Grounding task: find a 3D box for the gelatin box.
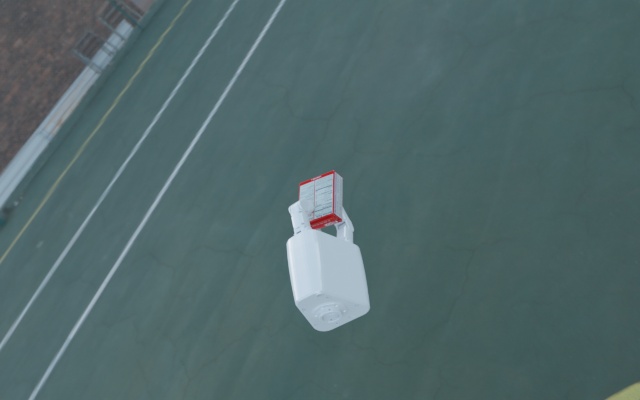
[{"bbox_3d":[0.000,0.002,0.791,0.073,0.089,0.030,-20,-37,30],"label":"gelatin box"}]
